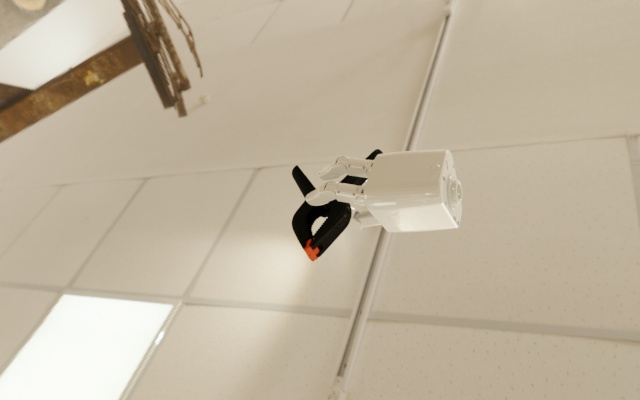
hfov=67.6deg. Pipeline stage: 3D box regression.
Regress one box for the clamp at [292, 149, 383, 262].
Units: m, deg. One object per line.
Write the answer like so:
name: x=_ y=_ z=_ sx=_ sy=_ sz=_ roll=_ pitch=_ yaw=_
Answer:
clamp: x=0.000 y=0.003 z=0.738 sx=0.164 sy=0.209 sz=0.036 roll=-5 pitch=-46 yaw=31
